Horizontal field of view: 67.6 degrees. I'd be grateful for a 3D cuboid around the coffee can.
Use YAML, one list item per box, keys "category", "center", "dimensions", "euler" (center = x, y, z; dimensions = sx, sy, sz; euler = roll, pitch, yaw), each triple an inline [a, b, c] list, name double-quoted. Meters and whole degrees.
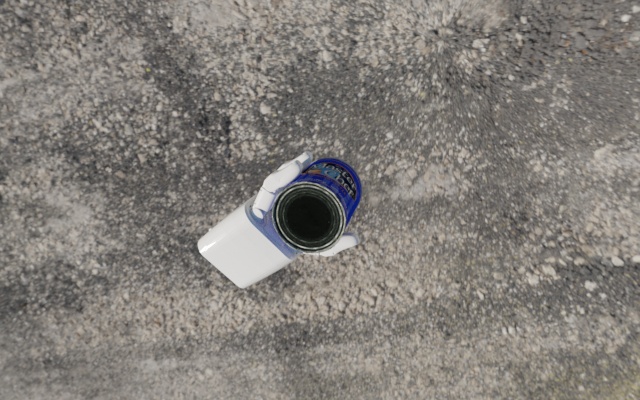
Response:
- category: "coffee can"
  center: [0.000, 0.002, 0.697]
  dimensions: [0.103, 0.103, 0.140]
  euler: [0, 18, 14]
